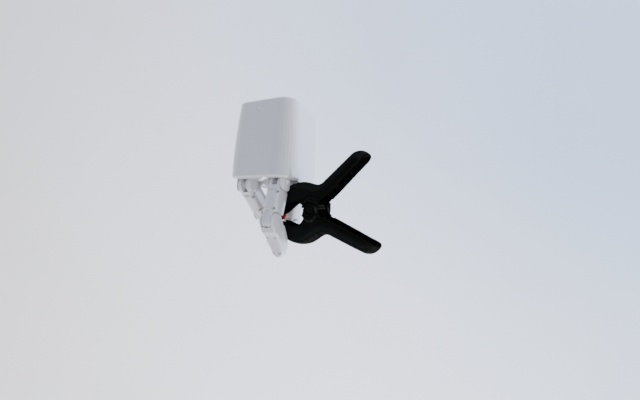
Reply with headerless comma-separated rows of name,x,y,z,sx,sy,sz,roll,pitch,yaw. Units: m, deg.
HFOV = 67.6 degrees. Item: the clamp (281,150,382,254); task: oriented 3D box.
clamp,0.000,0.002,0.595,0.171,0.120,0.039,0,-8,34
